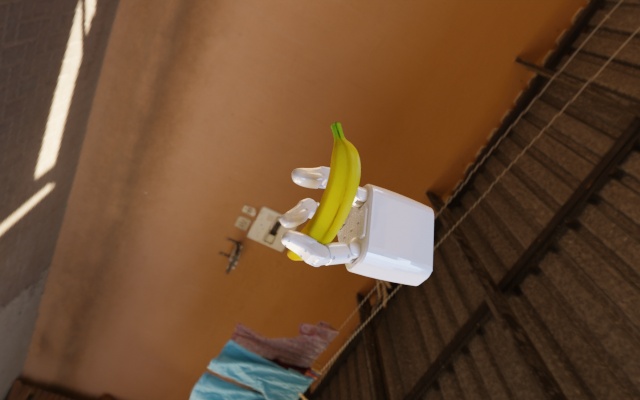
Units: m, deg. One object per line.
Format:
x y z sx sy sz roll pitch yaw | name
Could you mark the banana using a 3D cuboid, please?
0.007 0.009 0.584 0.037 0.198 0.069 9 27 -26 | banana
